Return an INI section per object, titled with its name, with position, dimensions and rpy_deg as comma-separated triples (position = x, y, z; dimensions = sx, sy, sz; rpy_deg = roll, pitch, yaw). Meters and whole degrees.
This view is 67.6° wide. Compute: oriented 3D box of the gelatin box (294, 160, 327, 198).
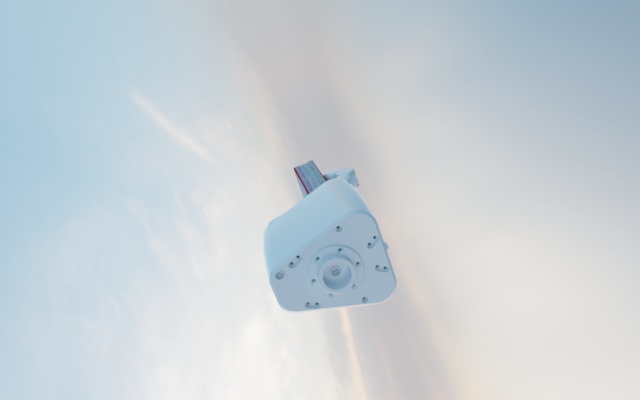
[gelatin box]
position = 0.000, 0.002, 0.581
dimensions = 0.030, 0.073, 0.089
rpy_deg = -23, 30, -6
